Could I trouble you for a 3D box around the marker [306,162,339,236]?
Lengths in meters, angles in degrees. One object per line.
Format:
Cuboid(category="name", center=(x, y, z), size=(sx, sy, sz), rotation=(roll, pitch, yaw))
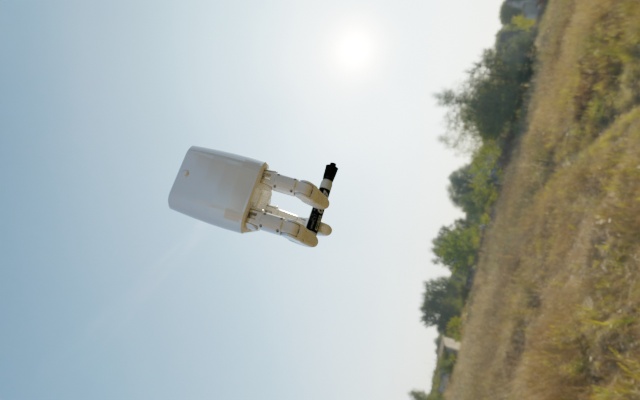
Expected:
Cuboid(category="marker", center=(0.000, 0.002, 0.657), size=(0.020, 0.121, 0.020), rotation=(17, -17, 5))
